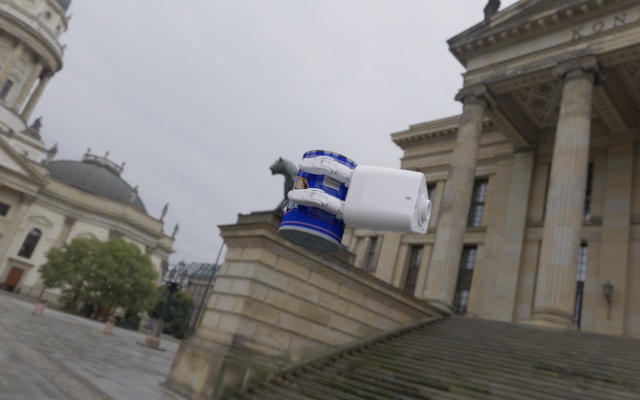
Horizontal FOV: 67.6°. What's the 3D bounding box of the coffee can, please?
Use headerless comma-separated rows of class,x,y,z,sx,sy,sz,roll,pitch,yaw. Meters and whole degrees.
coffee can,0.000,0.003,0.783,0.103,0.140,0.103,15,-19,5
